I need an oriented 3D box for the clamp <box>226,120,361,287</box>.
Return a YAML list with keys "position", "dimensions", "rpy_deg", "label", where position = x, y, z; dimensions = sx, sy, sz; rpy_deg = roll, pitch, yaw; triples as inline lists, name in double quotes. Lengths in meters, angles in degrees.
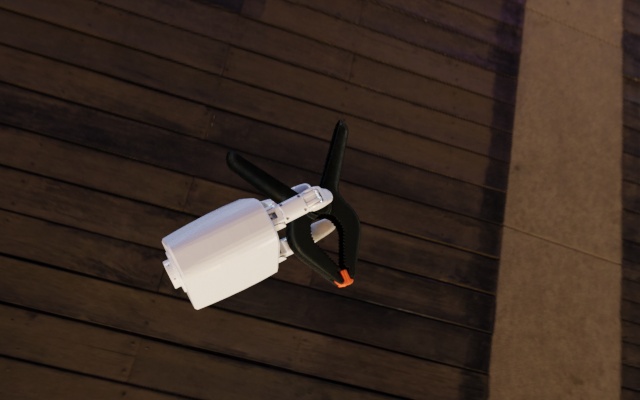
- position: [0.000, 0.002, 0.593]
  dimensions: [0.164, 0.210, 0.036]
  rpy_deg: [-26, -8, -19]
  label: "clamp"
